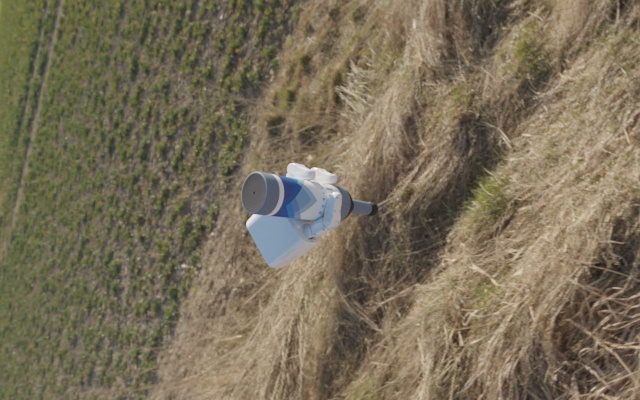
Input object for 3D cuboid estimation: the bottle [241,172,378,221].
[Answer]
[{"bbox_3d":[0.000,0.003,0.841,0.069,0.069,0.296,0,-6,45],"label":"bottle"}]
